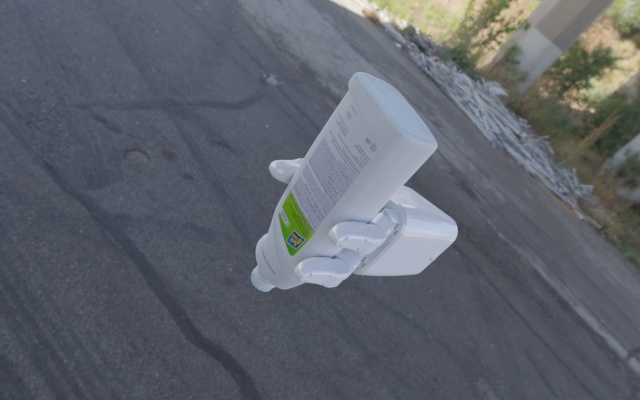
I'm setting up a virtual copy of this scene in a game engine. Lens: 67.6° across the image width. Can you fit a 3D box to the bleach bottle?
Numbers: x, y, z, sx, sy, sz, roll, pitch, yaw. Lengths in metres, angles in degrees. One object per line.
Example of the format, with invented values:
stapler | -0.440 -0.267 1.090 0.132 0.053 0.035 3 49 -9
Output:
bleach bottle | 0.000 0.002 0.485 0.068 0.102 0.251 10 -49 -42
